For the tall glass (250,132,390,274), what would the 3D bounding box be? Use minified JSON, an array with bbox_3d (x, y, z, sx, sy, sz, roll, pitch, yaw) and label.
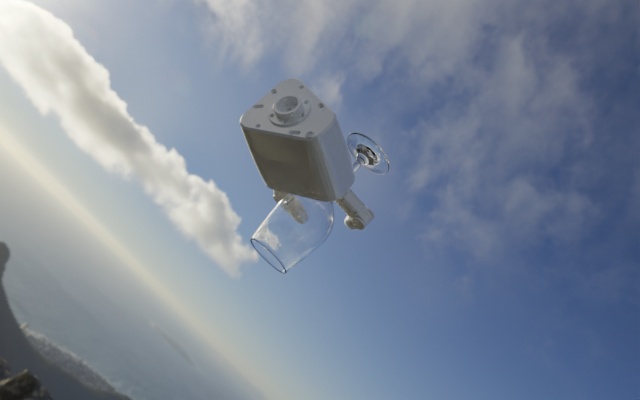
[{"bbox_3d":[0.001,0.002,0.624,0.201,0.079,0.079,-46,19,-20],"label":"tall glass"}]
